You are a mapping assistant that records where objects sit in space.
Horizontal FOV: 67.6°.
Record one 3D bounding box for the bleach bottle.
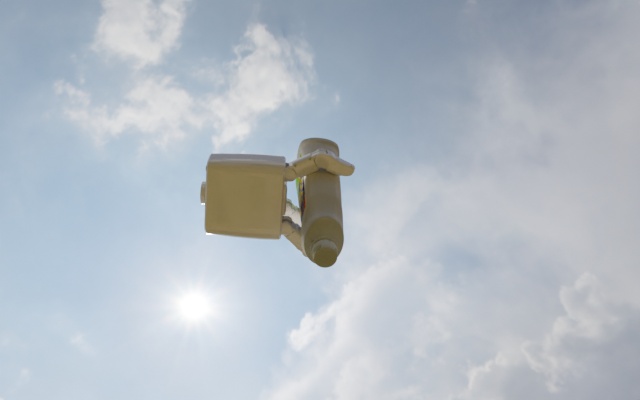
[{"bbox_3d":[0.000,0.002,0.667,0.068,0.103,0.250,5,27,-6],"label":"bleach bottle"}]
